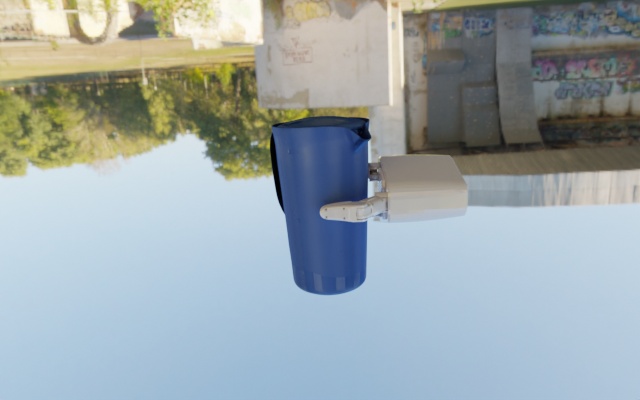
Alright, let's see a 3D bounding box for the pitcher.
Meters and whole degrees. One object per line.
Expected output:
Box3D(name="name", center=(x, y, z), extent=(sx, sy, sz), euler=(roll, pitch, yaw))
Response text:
Box3D(name="pitcher", center=(0.000, 0.002, 0.683), extent=(0.145, 0.243, 0.149), euler=(-3, 14, 0))
